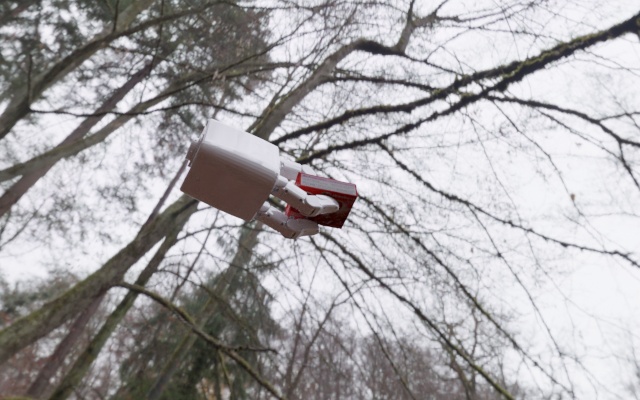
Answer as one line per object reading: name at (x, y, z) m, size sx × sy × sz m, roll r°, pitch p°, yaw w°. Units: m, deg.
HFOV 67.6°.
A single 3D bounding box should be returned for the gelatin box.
gelatin box at (0.000, 0.002, 0.689) m, size 0.089 × 0.030 × 0.073 m, roll 11°, pitch -46°, yaw -13°
